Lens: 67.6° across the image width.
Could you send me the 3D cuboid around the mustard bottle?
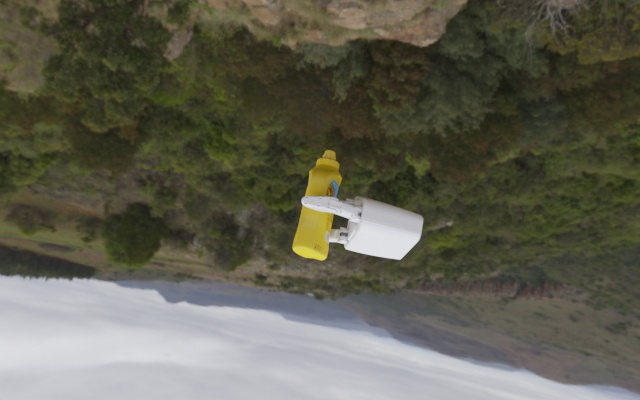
[{"bbox_3d":[0.000,0.003,0.836,0.058,0.191,0.096,8,-15,15],"label":"mustard bottle"}]
